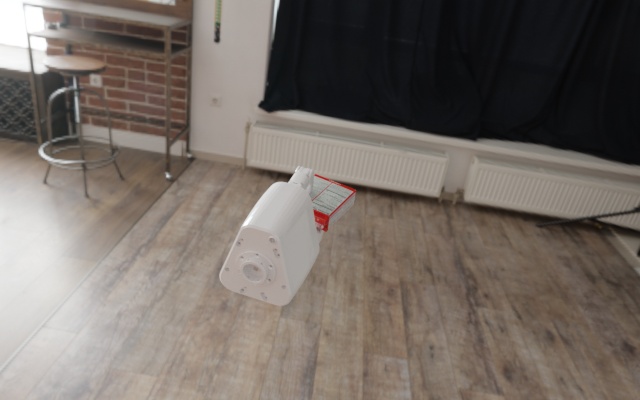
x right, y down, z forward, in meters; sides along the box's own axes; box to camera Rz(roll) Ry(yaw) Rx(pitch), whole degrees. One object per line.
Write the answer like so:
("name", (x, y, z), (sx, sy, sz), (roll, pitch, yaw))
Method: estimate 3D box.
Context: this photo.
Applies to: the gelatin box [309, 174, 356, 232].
("gelatin box", (0.000, 0.002, 0.701), (0.073, 0.030, 0.089), (22, 38, 21))
